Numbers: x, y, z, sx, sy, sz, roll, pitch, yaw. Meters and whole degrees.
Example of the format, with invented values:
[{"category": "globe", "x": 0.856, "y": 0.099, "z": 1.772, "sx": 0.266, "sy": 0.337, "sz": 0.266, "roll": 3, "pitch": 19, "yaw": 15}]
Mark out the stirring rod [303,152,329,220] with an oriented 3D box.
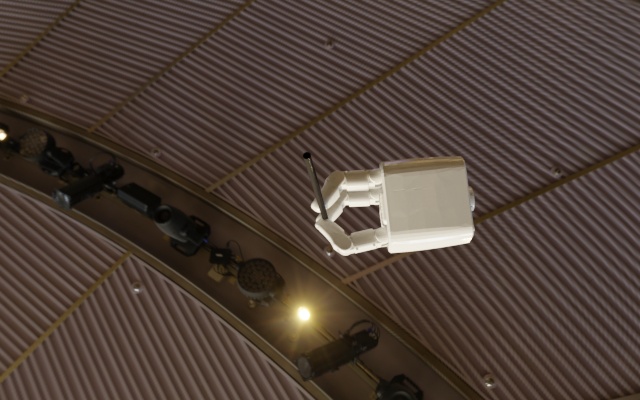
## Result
[{"category": "stirring rod", "x": 0.000, "y": 0.002, "z": 0.577, "sx": 0.011, "sy": 0.011, "sz": 0.240, "roll": 0, "pitch": -22, "yaw": 7}]
